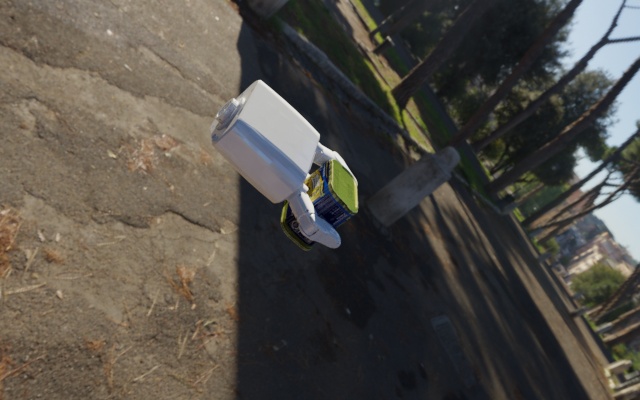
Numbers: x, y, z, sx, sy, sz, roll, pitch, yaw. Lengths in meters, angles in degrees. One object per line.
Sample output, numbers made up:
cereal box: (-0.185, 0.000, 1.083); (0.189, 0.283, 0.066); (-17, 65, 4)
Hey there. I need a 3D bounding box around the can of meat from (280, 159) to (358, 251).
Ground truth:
can of meat: (0.000, 0.002, 0.616); (0.084, 0.057, 0.102); (-37, 24, 22)
